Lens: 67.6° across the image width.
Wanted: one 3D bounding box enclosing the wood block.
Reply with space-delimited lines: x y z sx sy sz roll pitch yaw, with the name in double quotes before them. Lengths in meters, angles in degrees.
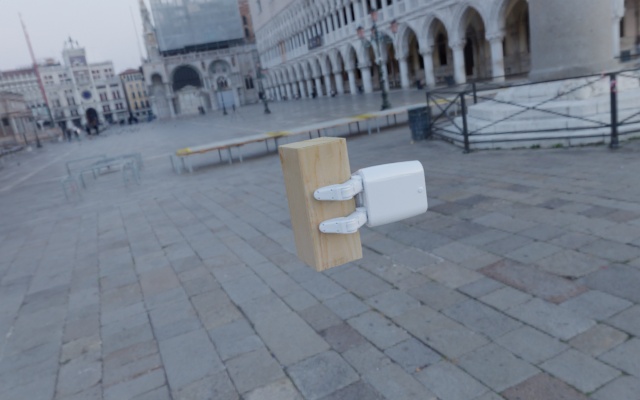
"wood block" 0.000 0.002 0.813 0.090 0.206 0.091 -15 15 -22
